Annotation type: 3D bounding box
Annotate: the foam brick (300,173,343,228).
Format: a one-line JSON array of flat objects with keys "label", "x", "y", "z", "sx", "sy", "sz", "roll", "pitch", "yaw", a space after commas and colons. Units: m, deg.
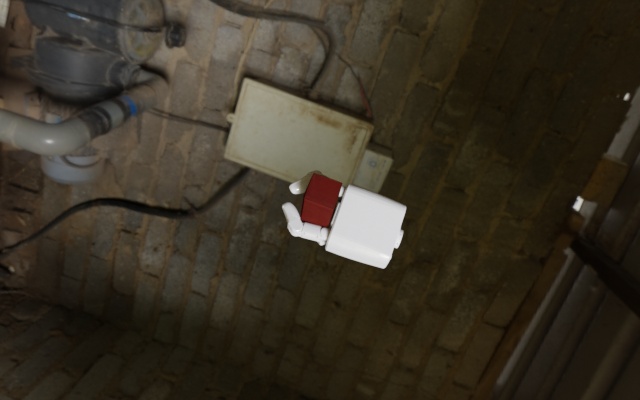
[{"label": "foam brick", "x": 0.000, "y": 0.002, "z": 0.778, "sx": 0.051, "sy": 0.053, "sz": 0.078, "roll": 20, "pitch": -30, "yaw": 4}]
